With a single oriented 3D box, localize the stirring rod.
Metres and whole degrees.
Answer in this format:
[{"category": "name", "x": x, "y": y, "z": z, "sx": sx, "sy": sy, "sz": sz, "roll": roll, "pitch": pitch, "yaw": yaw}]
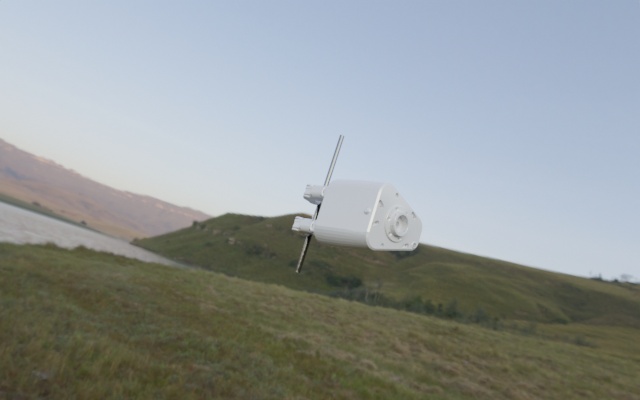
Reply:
[{"category": "stirring rod", "x": 0.000, "y": 0.003, "z": 0.784, "sx": 0.011, "sy": 0.239, "sz": 0.011, "roll": 17, "pitch": -11, "yaw": 4}]
